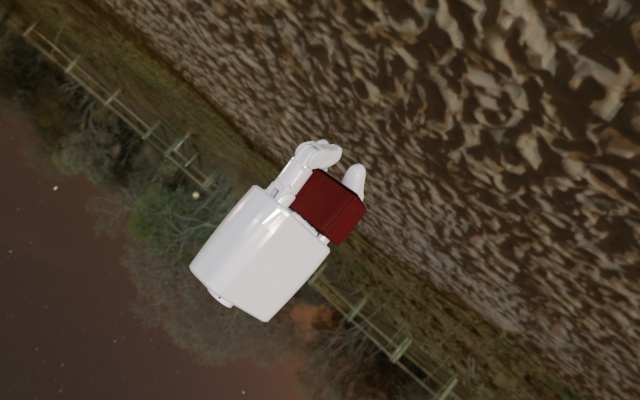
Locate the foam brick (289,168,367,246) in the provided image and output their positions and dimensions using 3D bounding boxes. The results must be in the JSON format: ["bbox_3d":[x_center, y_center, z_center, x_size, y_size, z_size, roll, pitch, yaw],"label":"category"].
[{"bbox_3d":[0.000,0.002,0.498,0.078,0.051,0.053,36,-6,28],"label":"foam brick"}]
